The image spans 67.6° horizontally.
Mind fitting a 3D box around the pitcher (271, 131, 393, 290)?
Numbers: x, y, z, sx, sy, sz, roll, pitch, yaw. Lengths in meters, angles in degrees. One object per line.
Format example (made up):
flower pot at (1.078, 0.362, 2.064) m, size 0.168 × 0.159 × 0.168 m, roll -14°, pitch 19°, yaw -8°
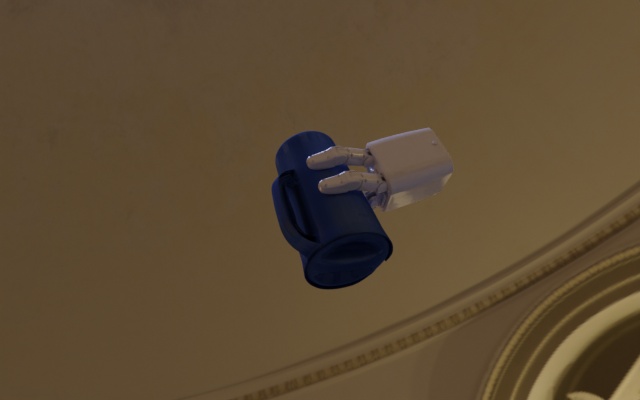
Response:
pitcher at (0.000, 0.002, 0.738) m, size 0.145 × 0.242 × 0.149 m, roll -17°, pitch -39°, yaw -6°
